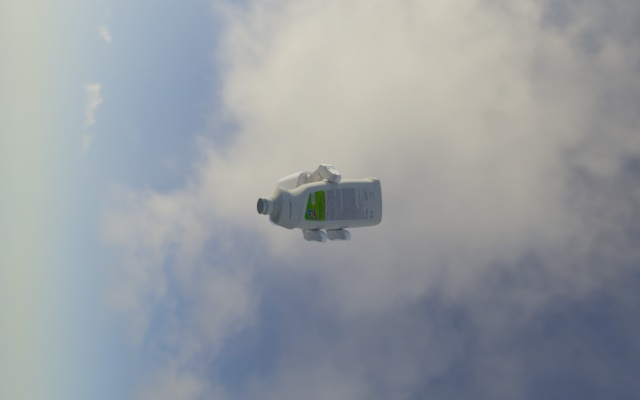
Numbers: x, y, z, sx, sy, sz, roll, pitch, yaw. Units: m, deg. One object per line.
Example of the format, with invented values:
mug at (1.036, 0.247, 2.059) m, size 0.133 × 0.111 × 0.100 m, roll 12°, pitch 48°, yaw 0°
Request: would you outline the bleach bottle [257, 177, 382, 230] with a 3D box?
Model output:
bleach bottle at (0.000, 0.003, 0.895) m, size 0.251 × 0.102 × 0.068 m, roll 1°, pitch -7°, yaw -33°
